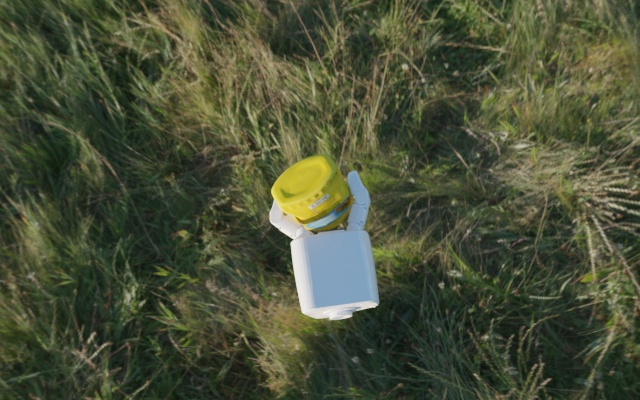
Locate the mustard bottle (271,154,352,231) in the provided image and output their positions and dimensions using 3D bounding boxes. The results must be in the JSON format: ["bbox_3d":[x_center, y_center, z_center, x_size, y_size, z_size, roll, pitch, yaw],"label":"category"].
[{"bbox_3d":[0.000,0.002,0.727,0.096,0.058,0.192,-35,-24,1],"label":"mustard bottle"}]
